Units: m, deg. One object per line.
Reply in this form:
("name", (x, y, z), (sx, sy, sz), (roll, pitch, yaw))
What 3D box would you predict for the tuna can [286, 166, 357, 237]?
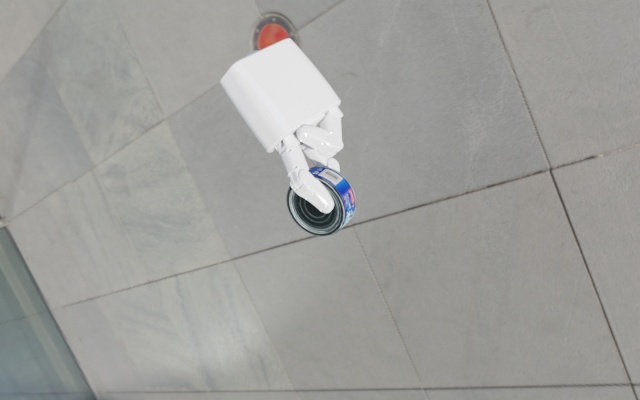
("tuna can", (0.000, 0.002, 0.603), (0.086, 0.086, 0.033), (0, 24, 31))
